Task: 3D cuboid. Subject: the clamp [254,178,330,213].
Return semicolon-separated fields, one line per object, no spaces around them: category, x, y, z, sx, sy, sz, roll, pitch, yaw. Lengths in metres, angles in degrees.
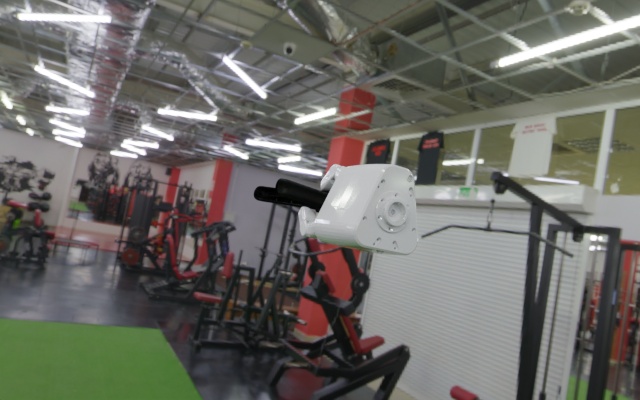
clamp;0.001;0.002;0.757;0.210;0.036;0.164;13;-6;-25
